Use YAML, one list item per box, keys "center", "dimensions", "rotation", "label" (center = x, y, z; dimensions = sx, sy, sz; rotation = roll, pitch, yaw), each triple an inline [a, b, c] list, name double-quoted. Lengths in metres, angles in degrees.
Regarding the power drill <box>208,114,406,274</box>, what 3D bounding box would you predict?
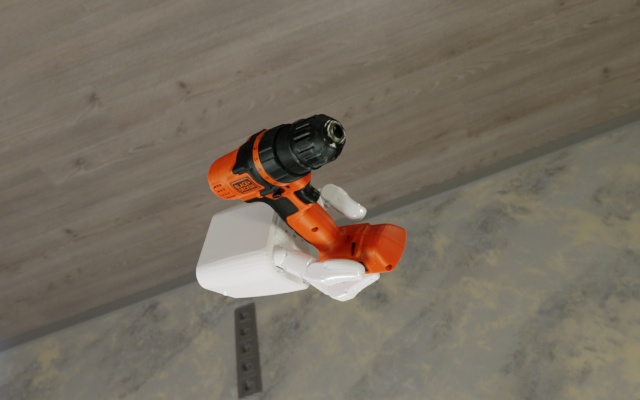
- center: [0.000, 0.002, 0.470]
  dimensions: [0.188, 0.057, 0.184]
  rotation: [42, -32, -26]
  label: "power drill"
